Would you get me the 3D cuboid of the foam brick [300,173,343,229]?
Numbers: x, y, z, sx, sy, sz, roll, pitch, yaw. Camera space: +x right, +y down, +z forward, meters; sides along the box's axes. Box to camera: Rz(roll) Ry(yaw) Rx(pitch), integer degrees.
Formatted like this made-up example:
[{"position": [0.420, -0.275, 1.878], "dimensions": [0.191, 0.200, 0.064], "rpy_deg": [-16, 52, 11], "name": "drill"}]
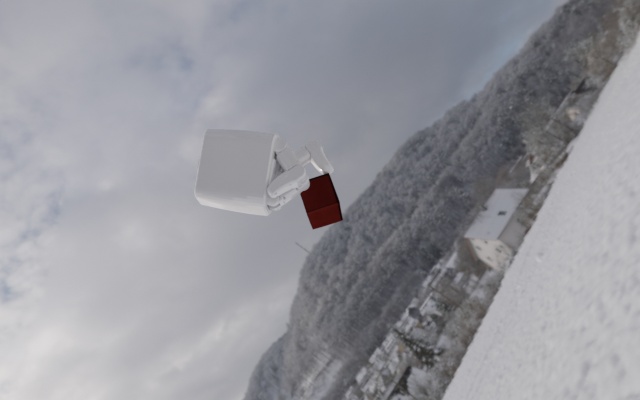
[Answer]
[{"position": [0.000, 0.003, 0.730], "dimensions": [0.051, 0.053, 0.078], "rpy_deg": [-19, -24, -1], "name": "foam brick"}]
